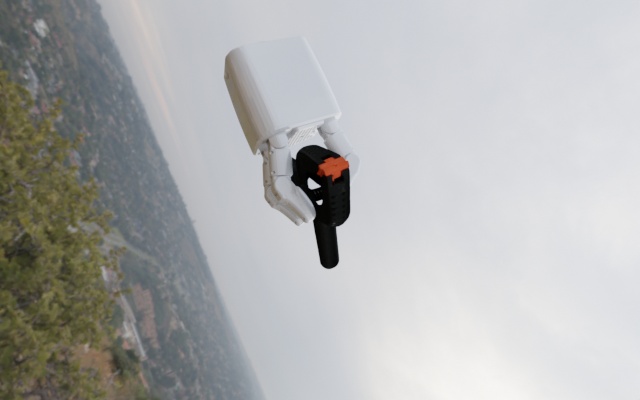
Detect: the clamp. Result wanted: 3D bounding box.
[{"bbox_3d":[0.001,0.001,0.553,0.036,0.164,0.210,-24,-3,-15],"label":"clamp"}]
